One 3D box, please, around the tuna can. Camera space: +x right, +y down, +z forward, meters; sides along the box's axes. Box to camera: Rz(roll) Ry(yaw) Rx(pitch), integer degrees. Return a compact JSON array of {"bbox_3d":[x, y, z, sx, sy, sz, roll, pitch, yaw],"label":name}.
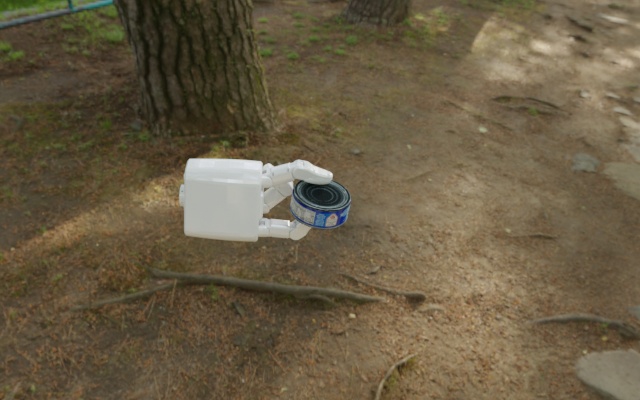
[{"bbox_3d":[0.000,0.002,0.683,0.086,0.034,0.086,8,34,-6],"label":"tuna can"}]
